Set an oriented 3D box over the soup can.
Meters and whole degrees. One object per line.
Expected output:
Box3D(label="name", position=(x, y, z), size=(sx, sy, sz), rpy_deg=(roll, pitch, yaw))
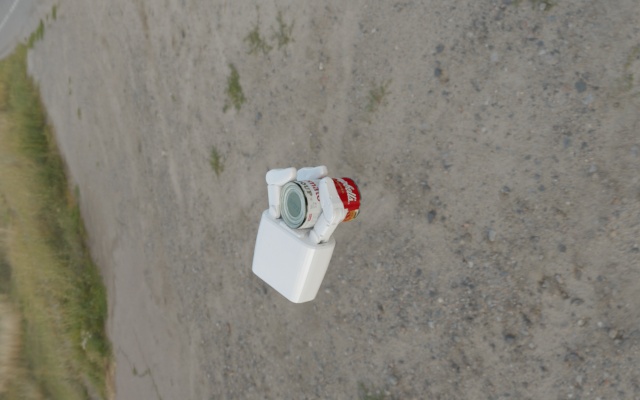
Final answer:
Box3D(label="soup can", position=(0.000, 0.002, 0.692), size=(0.102, 0.068, 0.068), rpy_deg=(-6, 3, -37))
